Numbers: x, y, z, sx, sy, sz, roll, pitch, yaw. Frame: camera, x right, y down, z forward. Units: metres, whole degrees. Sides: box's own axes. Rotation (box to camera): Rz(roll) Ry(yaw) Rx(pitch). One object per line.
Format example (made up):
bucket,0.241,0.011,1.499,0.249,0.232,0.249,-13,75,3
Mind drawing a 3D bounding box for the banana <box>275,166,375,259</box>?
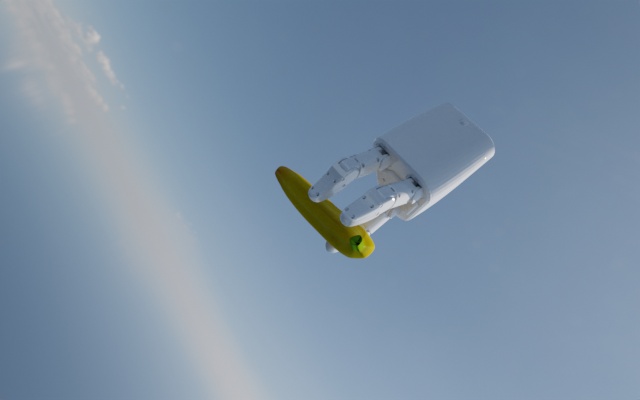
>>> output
banana,0.008,0.017,0.552,0.037,0.070,0.197,-35,37,-13
